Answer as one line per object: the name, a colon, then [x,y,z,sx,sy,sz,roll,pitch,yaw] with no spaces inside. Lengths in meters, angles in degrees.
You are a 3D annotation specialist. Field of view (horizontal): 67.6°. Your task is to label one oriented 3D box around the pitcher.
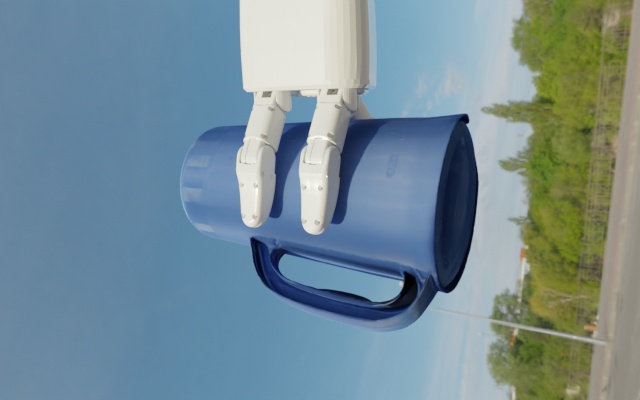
pitcher: [0.000,0.001,0.402,0.243,0.145,0.149,5,15,28]
